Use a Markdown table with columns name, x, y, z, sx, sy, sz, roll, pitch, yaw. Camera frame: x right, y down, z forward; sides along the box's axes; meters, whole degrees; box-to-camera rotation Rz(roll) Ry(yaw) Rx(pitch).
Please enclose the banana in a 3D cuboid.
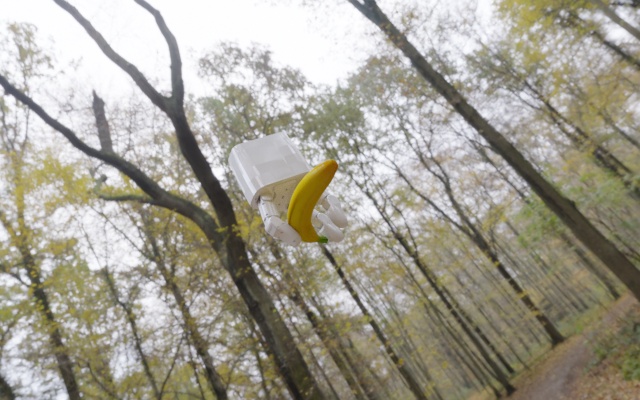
| name | x | y | z | sx | sy | sz | roll | pitch | yaw |
| --- | --- | --- | --- | --- | --- | --- | --- | --- | --- |
| banana | -0.017 | 0.010 | 0.725 | 0.069 | 0.037 | 0.198 | -19 | -33 | -19 |
